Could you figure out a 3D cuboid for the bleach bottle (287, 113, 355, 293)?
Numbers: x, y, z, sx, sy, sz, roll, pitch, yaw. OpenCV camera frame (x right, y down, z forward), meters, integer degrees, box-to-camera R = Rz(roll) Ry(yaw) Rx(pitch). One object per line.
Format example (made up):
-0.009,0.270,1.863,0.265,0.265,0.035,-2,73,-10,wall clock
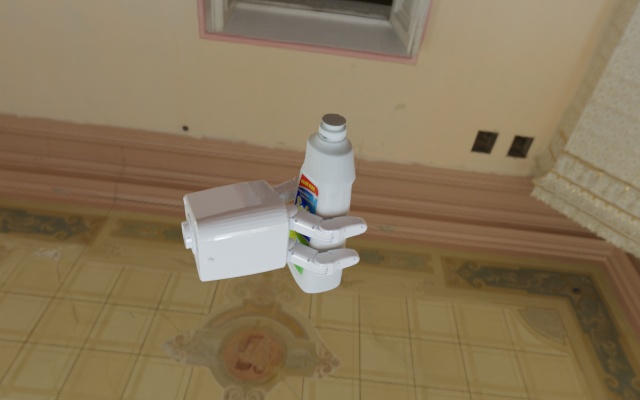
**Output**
0.000,0.002,0.613,0.068,0.251,0.102,-10,42,-19,bleach bottle
